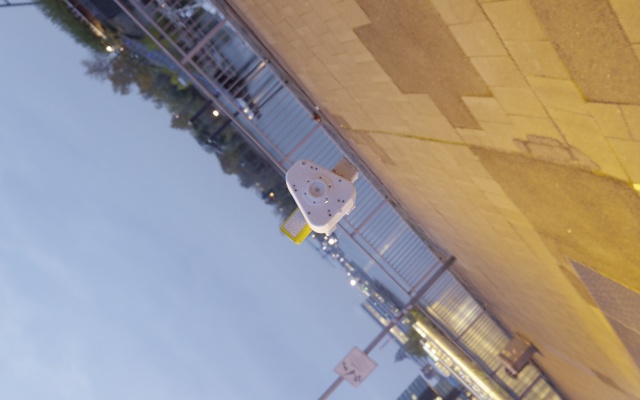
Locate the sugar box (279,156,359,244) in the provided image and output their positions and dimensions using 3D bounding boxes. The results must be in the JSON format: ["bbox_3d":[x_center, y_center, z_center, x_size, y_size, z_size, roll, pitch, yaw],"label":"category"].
[{"bbox_3d":[0.000,0.003,0.898,0.048,0.176,0.093,43,-3,6],"label":"sugar box"}]
